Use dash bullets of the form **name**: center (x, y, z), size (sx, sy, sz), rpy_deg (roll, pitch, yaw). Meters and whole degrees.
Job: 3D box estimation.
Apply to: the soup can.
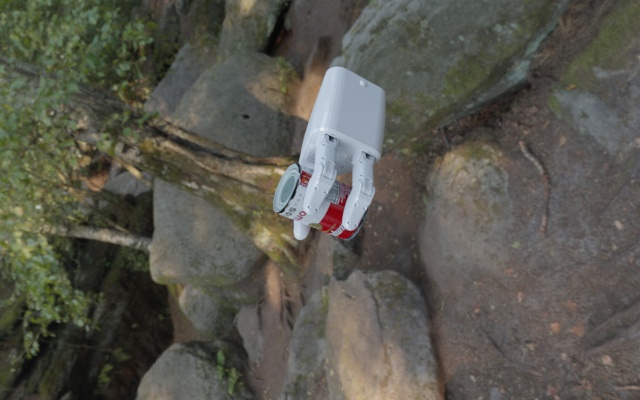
- **soup can**: center (0.000, 0.002, 0.605), size (0.102, 0.068, 0.068), rpy_deg (23, -9, -23)
